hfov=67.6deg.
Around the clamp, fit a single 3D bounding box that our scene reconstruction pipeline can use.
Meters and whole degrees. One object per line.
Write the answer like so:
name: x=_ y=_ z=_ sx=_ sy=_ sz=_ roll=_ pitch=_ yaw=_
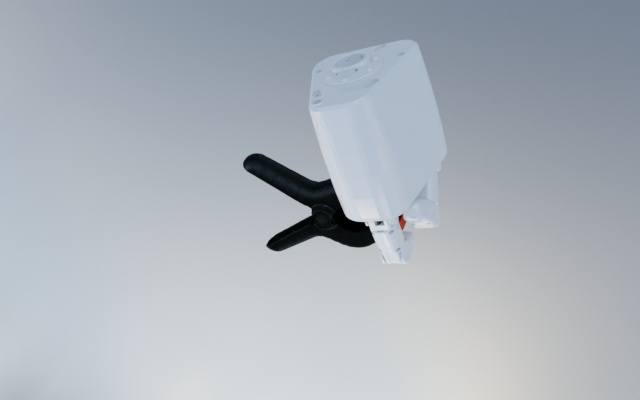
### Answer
clamp: x=0.000 y=0.002 z=0.479 sx=0.171 sy=0.120 sz=0.039 roll=-5 pitch=38 yaw=26
